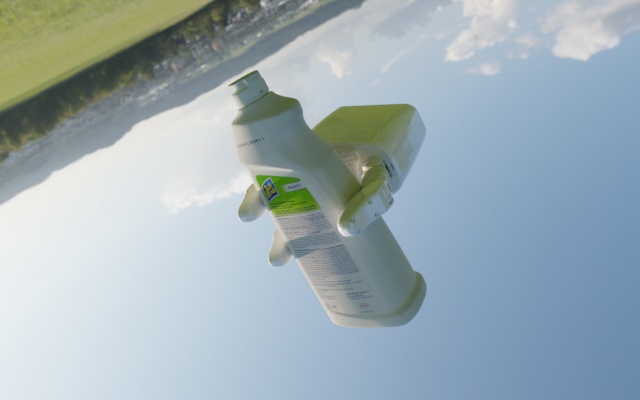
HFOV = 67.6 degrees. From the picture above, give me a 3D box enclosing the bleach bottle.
[{"bbox_3d":[0.000,0.001,0.427,0.102,0.251,0.068,-13,26,37],"label":"bleach bottle"}]
